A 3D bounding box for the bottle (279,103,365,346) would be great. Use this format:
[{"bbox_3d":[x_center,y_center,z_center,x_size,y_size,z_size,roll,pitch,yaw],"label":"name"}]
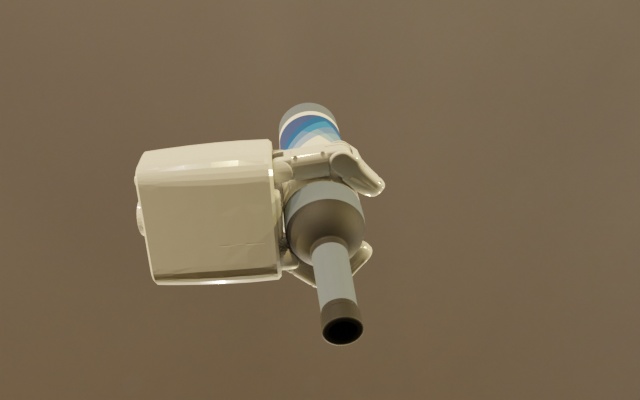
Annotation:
[{"bbox_3d":[0.000,0.001,0.423,0.069,0.069,0.295,0,34,-7],"label":"bottle"}]
